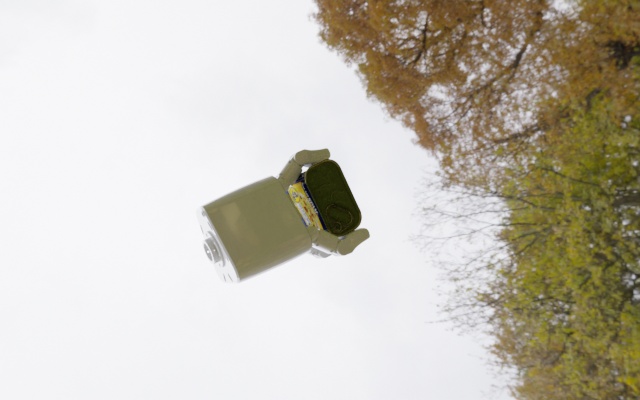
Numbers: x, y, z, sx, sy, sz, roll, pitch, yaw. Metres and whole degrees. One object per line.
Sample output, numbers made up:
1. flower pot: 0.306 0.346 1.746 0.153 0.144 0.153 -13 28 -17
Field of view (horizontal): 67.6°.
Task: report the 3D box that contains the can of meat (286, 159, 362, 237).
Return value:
1. can of meat: 0.000 0.002 0.665 0.057 0.102 0.084 -27 4 -28
